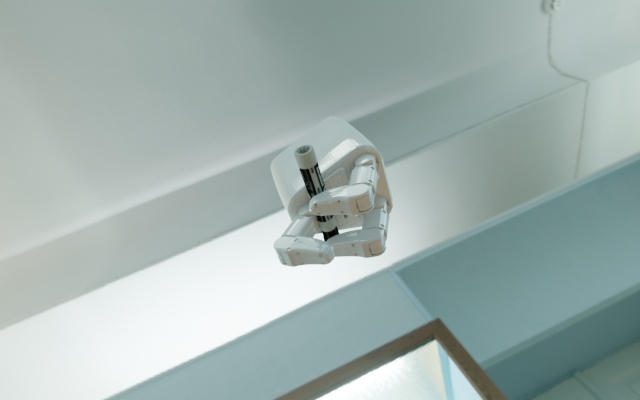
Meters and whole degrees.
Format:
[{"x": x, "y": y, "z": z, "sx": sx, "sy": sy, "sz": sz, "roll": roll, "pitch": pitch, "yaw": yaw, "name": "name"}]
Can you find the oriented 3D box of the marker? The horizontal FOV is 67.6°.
[{"x": 0.000, "y": 0.002, "z": 0.468, "sx": 0.020, "sy": 0.121, "sz": 0.020, "roll": -13, "pitch": 34, "yaw": 9, "name": "marker"}]
